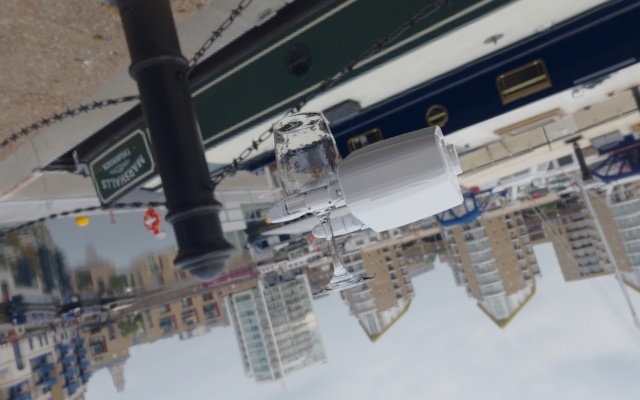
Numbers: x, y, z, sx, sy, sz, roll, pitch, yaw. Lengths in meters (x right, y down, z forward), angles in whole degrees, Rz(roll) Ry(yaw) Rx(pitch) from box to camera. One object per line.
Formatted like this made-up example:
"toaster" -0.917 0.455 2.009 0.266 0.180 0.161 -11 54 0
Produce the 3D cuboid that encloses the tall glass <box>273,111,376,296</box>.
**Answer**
"tall glass" 0.000 0.002 0.549 0.079 0.201 0.079 -16 -7 -2
